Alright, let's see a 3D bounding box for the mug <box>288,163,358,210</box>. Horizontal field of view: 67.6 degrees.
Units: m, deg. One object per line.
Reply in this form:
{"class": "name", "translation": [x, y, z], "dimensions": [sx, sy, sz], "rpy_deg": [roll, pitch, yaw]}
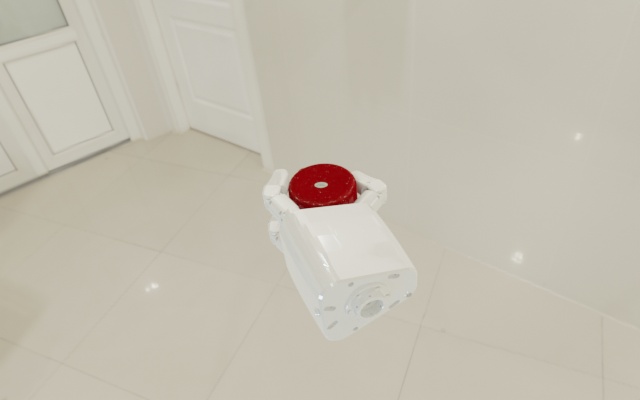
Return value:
{"class": "mug", "translation": [0.000, 0.001, 0.594], "dimensions": [0.093, 0.082, 0.117], "rpy_deg": [-19, 43, -15]}
